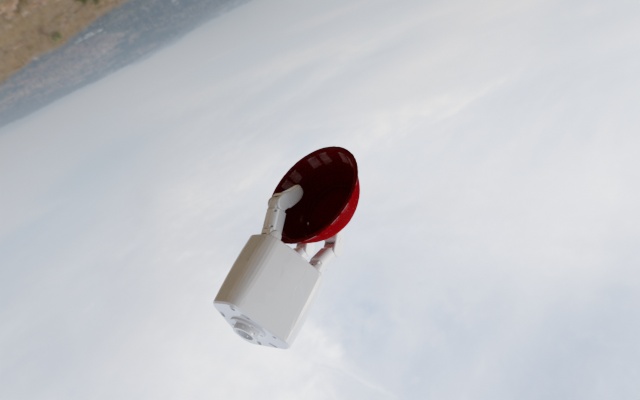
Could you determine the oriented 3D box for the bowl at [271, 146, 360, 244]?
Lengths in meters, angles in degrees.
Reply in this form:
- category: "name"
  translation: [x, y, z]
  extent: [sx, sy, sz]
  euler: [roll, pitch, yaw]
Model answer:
- category: "bowl"
  translation: [0.001, 0.001, 0.687]
  extent: [0.162, 0.162, 0.055]
  euler: [0, -31, 44]
